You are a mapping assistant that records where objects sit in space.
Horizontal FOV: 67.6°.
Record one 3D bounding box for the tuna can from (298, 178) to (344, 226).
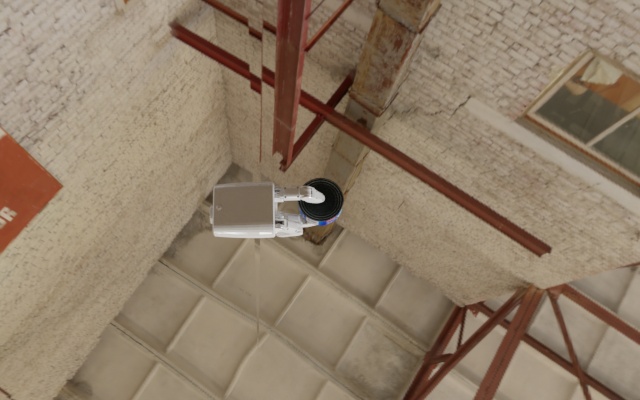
[{"bbox_3d":[0.000,0.003,0.899,0.086,0.086,0.034,0,-19,-2],"label":"tuna can"}]
